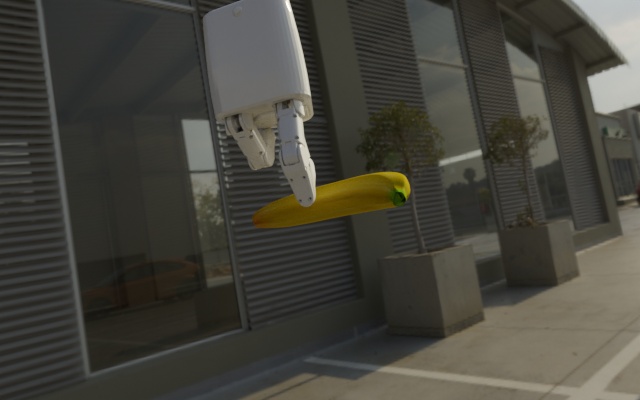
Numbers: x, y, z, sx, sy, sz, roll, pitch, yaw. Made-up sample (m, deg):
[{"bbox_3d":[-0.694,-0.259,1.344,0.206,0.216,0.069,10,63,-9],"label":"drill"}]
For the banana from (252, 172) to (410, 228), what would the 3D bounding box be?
[{"bbox_3d":[0.015,-0.001,0.479,0.198,0.037,0.069,-13,-3,42],"label":"banana"}]
